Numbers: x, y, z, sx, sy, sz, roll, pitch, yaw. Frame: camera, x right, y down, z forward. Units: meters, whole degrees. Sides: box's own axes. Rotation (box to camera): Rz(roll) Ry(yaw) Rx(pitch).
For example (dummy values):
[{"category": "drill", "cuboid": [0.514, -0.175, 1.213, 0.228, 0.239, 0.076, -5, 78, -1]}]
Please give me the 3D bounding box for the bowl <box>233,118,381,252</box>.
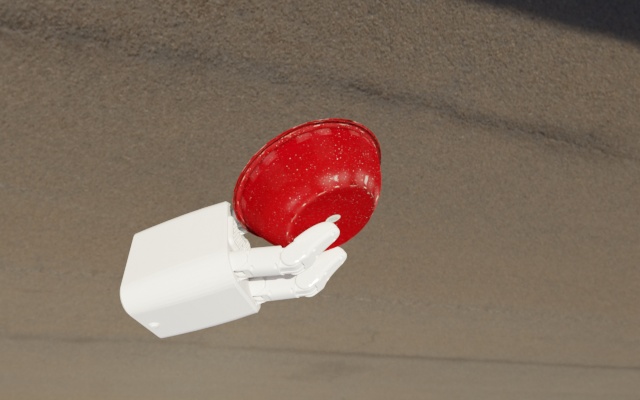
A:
[{"category": "bowl", "cuboid": [0.001, 0.001, 0.466, 0.162, 0.162, 0.055, 0, 43, -34]}]
